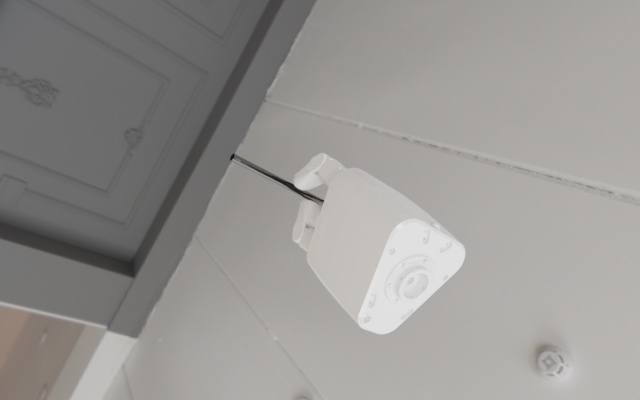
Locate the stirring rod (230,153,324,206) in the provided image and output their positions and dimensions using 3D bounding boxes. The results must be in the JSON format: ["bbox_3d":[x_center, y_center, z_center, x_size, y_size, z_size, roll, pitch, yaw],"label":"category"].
[{"bbox_3d":[0.000,0.002,0.547,0.239,0.011,0.011,27,-16,-34],"label":"stirring rod"}]
